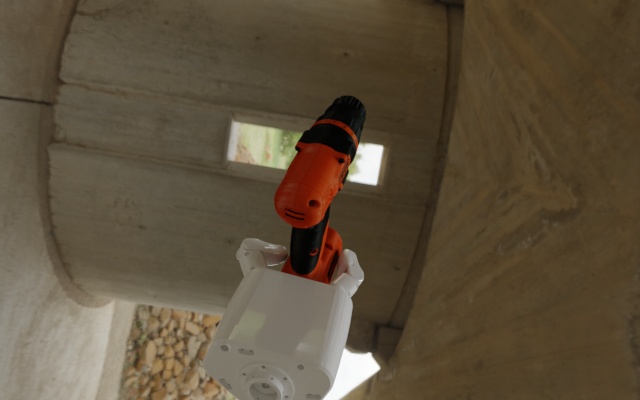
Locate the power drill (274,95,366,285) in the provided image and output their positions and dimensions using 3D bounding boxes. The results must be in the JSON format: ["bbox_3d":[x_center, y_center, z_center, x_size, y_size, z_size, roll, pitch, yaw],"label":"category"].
[{"bbox_3d":[0.000,0.002,0.506,0.057,0.188,0.184,16,44,12],"label":"power drill"}]
